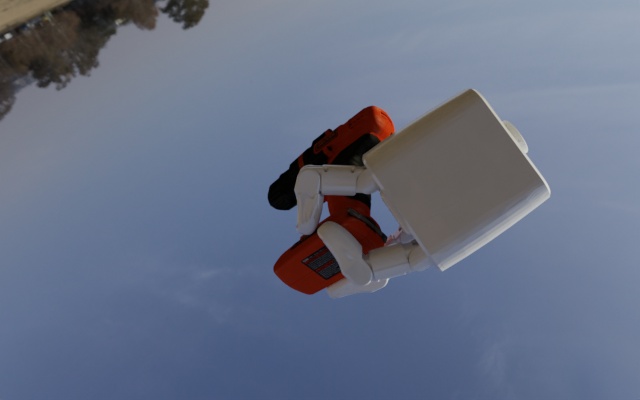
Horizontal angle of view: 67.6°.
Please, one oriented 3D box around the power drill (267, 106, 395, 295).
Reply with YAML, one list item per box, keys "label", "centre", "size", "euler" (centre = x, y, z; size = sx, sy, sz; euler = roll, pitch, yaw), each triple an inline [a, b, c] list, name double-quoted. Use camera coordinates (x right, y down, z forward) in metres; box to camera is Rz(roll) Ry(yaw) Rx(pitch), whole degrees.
- label: "power drill"
  centre: [0.000, 0.002, 0.501]
  size: [0.057, 0.187, 0.184]
  euler: [36, -55, -26]
